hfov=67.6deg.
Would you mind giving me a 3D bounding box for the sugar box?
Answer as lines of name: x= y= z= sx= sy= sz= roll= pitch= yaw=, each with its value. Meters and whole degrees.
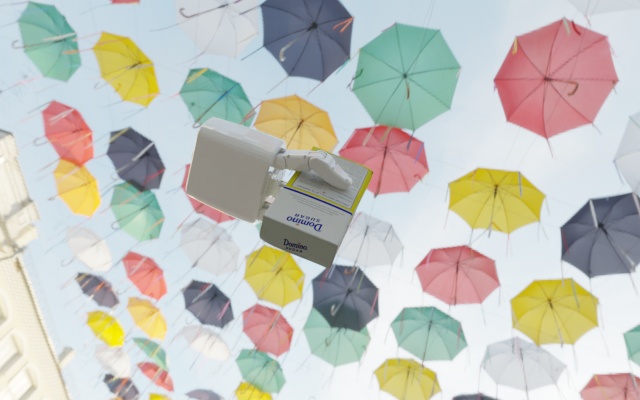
sugar box: x=0.000 y=0.002 z=0.602 sx=0.093 sy=0.048 sz=0.176 roll=22 pitch=40 yaw=7
